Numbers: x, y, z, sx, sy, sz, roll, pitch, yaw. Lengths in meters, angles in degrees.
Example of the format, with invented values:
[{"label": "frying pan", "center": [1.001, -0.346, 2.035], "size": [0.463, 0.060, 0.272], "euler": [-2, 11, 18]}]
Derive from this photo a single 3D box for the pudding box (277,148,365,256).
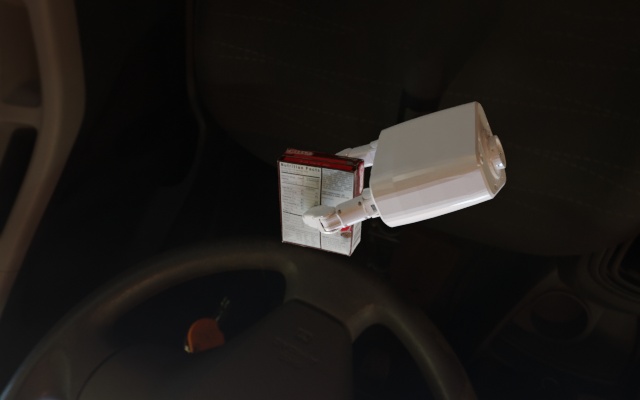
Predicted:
[{"label": "pudding box", "center": [0.000, 0.002, 0.542], "size": [0.090, 0.114, 0.039], "euler": [11, 31, 17]}]
